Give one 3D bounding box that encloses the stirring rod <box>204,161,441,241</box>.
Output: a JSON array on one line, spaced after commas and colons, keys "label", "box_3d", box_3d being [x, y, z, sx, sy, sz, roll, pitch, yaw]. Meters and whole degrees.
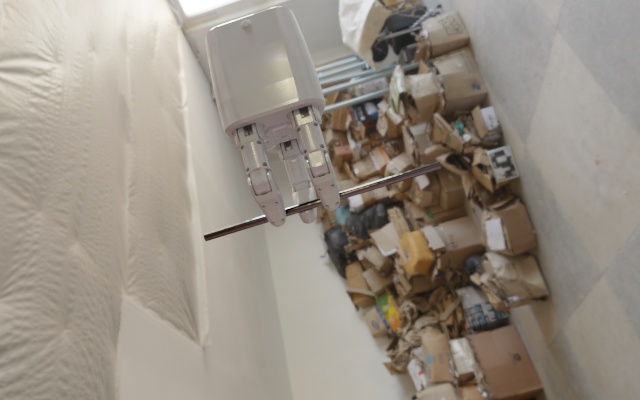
[{"label": "stirring rod", "box_3d": [0.000, 0.001, 0.467, 0.239, 0.011, 0.011, -17, -1, 4]}]
